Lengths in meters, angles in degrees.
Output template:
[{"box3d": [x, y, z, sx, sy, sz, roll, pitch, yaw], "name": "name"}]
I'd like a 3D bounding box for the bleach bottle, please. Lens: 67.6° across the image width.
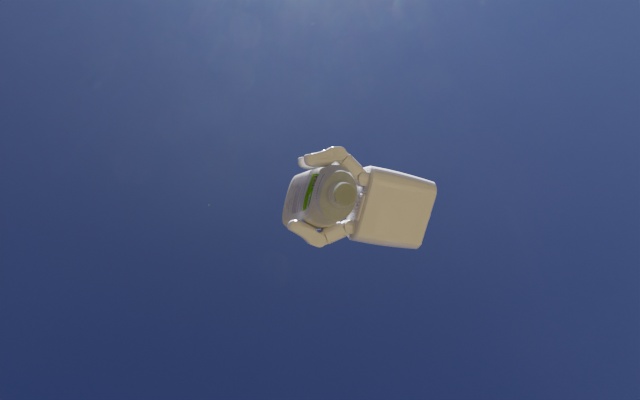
[{"box3d": [0.000, 0.002, 0.707, 0.068, 0.102, 0.251, 12, -3, -13], "name": "bleach bottle"}]
